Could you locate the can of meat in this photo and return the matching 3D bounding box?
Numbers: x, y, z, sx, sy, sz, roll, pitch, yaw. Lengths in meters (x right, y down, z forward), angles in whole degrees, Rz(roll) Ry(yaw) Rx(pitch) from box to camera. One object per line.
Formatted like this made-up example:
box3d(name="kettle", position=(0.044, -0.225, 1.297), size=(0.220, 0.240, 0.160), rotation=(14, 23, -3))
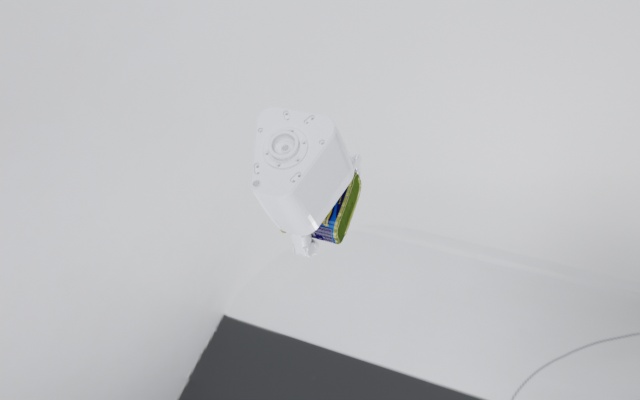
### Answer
box3d(name="can of meat", position=(0.000, 0.002, 0.637), size=(0.084, 0.102, 0.057), rotation=(13, -24, 18))
